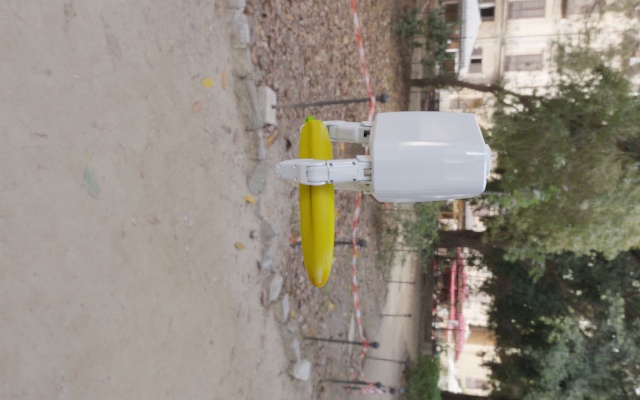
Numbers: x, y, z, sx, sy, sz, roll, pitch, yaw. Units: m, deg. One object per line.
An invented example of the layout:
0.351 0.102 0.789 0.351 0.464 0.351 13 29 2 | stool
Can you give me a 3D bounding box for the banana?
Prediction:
-0.002 -0.004 0.518 0.037 0.198 0.069 -2 -6 7 | banana
